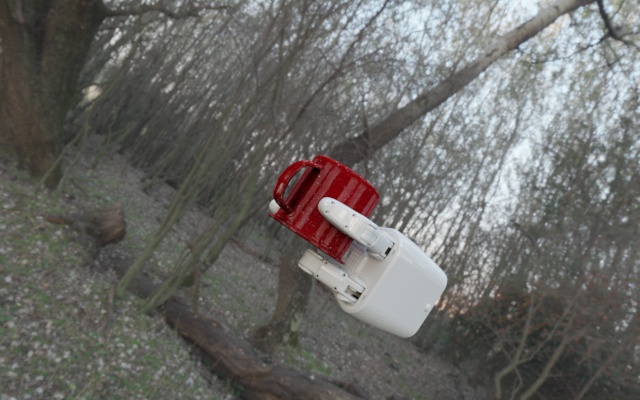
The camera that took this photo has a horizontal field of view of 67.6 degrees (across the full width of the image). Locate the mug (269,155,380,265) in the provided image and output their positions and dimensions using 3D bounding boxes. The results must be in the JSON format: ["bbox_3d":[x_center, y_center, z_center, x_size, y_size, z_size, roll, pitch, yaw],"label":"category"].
[{"bbox_3d":[-0.001,0.001,0.486,0.117,0.081,0.093,38,-6,-40],"label":"mug"}]
